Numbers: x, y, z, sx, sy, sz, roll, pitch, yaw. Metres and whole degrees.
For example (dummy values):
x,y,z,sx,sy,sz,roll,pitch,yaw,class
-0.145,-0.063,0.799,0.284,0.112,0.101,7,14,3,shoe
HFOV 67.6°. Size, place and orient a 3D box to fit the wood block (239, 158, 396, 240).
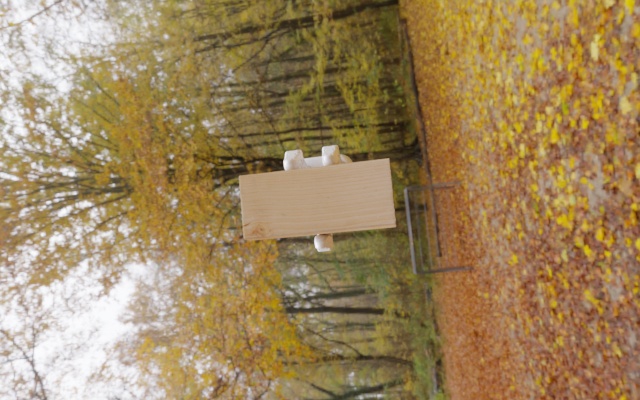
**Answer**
x,y,z,sx,sy,sz,roll,pitch,yaw,class
0.000,0.003,0.677,0.206,0.091,0.090,-6,-6,9,wood block
